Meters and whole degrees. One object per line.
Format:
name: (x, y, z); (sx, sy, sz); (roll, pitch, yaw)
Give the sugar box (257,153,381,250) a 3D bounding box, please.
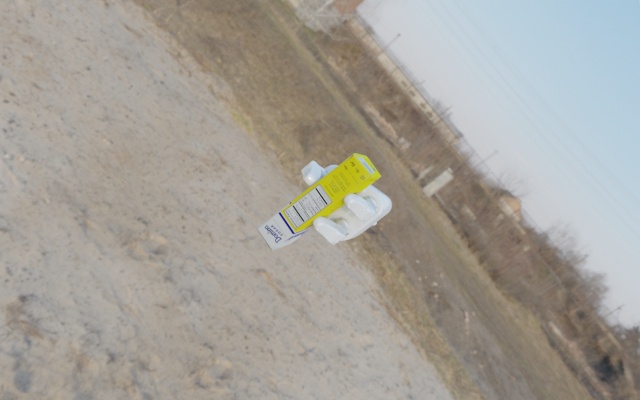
sugar box: (0.001, 0.003, 0.688); (0.176, 0.048, 0.093); (-40, -8, 14)
